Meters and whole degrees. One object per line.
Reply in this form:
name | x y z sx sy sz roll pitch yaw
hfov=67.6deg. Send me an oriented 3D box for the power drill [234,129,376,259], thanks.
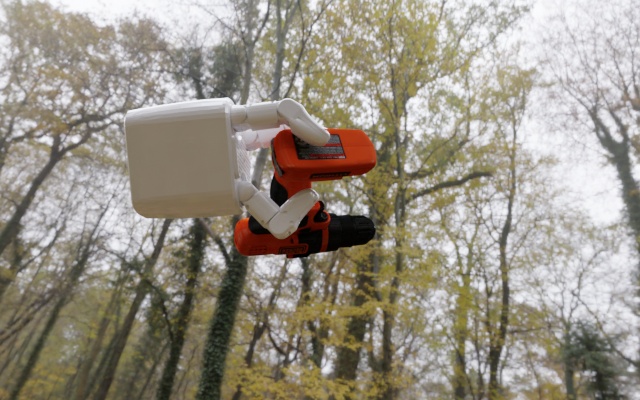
power drill | 0.000 0.001 0.552 0.184 0.057 0.188 -4 -37 -20
